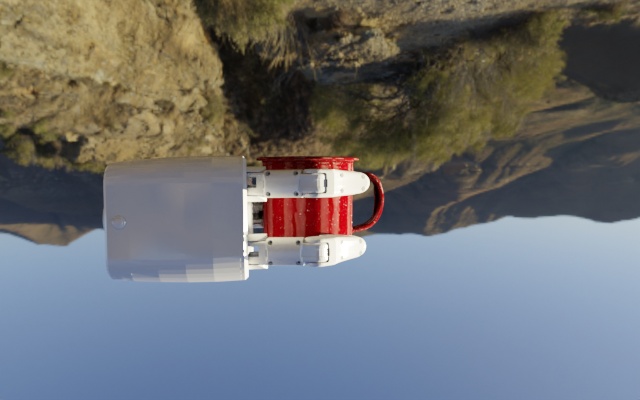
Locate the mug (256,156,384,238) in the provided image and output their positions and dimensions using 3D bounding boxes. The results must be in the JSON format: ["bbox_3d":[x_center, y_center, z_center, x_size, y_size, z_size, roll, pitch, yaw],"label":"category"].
[{"bbox_3d":[0.001,0.002,0.441,0.117,0.081,0.093,0,3,-7],"label":"mug"}]
